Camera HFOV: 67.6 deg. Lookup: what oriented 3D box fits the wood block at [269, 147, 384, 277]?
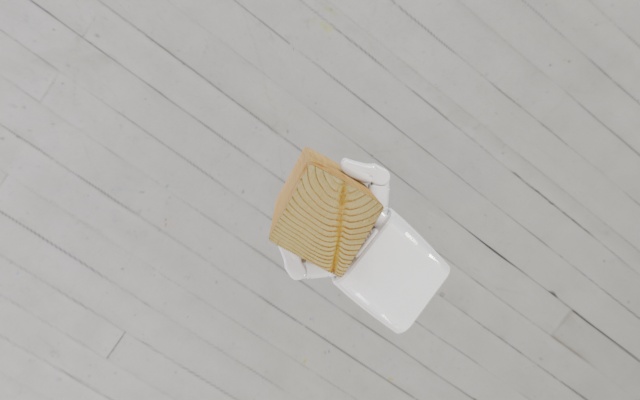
[{"bbox_3d":[0.001,0.002,0.580,0.090,0.091,0.206,29,8,-8],"label":"wood block"}]
